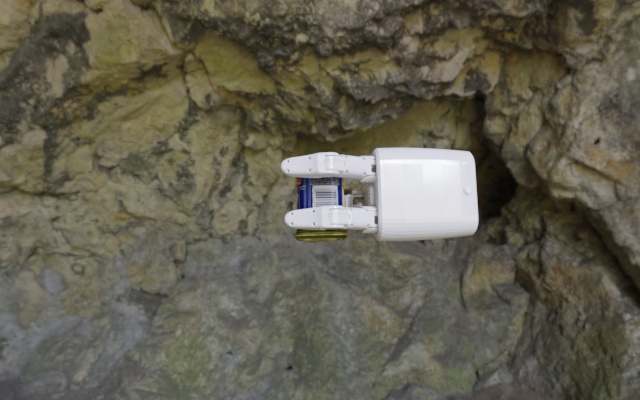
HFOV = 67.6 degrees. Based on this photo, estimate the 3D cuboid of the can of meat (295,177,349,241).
[{"bbox_3d":[0.000,0.001,0.543,0.057,0.084,0.102,-1,-8,-1],"label":"can of meat"}]
